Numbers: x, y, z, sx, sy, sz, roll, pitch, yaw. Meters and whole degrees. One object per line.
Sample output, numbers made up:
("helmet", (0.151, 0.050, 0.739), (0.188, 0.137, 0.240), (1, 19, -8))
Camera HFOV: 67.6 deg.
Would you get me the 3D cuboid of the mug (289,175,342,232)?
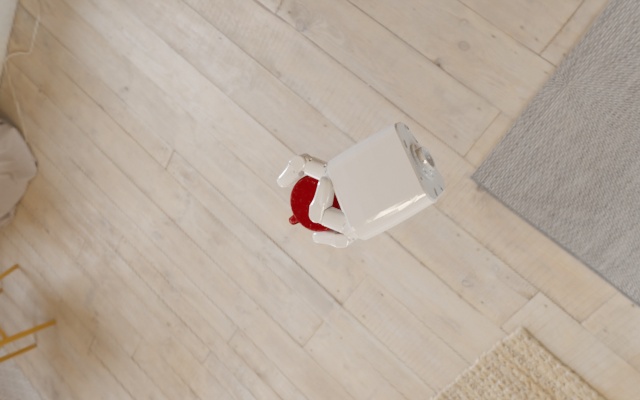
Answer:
("mug", (-0.001, 0.003, 0.691), (0.117, 0.093, 0.081), (-31, -3, 29))
